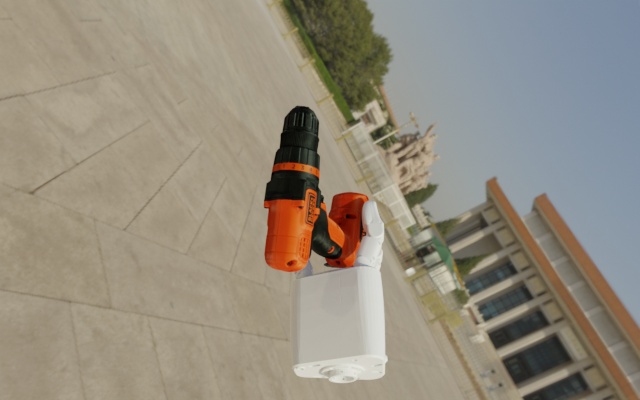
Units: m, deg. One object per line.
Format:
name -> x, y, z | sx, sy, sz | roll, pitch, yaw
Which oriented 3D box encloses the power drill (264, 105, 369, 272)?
power drill -> 0.000, 0.002, 0.576 | 0.057, 0.184, 0.188 | 0, -15, 28
